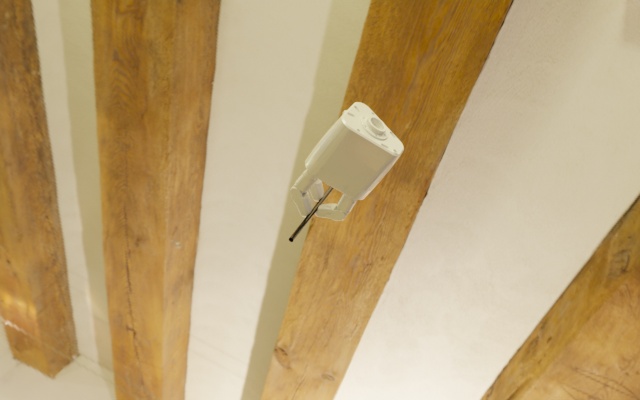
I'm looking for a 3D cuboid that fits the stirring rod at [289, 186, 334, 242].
[{"bbox_3d":[0.000,0.003,0.829,0.011,0.011,0.239,0,29,26],"label":"stirring rod"}]
